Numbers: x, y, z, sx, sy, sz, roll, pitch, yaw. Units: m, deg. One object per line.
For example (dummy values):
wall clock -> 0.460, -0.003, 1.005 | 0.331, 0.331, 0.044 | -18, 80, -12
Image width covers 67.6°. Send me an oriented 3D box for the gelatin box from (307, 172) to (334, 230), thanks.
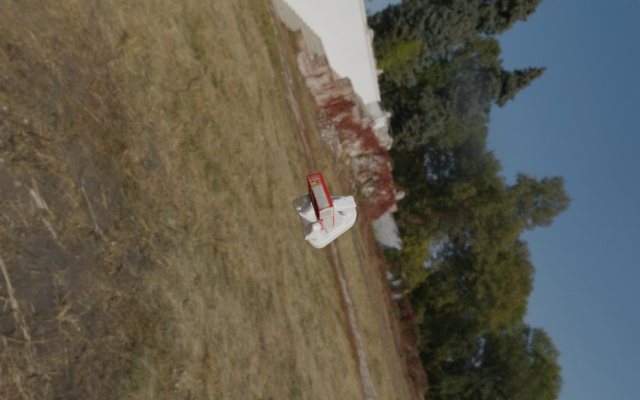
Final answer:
gelatin box -> 0.001, 0.003, 0.859 | 0.030, 0.073, 0.089 | -17, -25, -6
